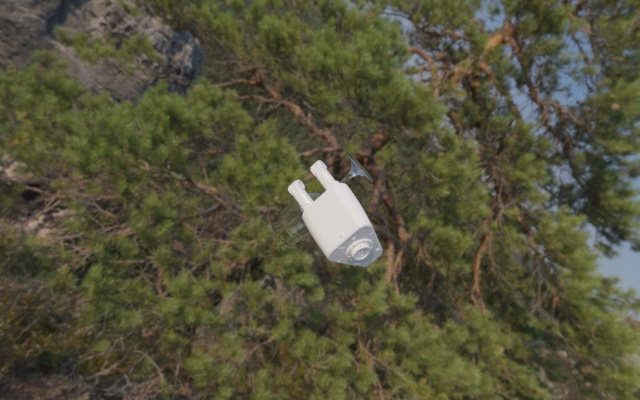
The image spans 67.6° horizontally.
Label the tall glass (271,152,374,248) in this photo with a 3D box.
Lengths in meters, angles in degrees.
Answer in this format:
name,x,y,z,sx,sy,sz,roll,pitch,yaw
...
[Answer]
name,x,y,z,sx,sy,sz,roll,pitch,yaw
tall glass,0.001,0.002,0.894,0.201,0.079,0.079,-42,-10,11
